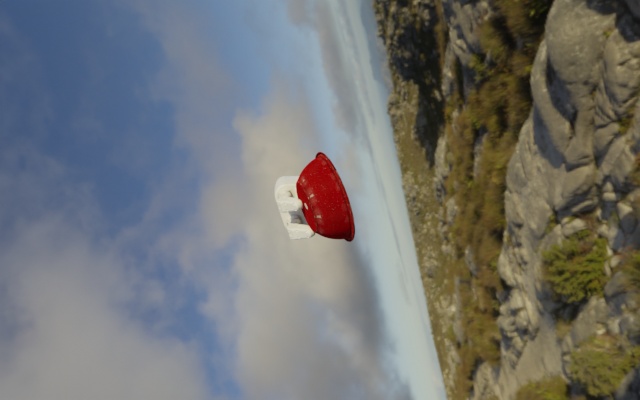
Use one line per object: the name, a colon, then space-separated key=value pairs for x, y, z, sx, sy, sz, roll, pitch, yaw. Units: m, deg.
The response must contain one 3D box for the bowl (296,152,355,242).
bowl: x=0.000 y=0.003 z=0.806 sx=0.055 sy=0.162 sz=0.162 roll=-20 pitch=5 yaw=-13
